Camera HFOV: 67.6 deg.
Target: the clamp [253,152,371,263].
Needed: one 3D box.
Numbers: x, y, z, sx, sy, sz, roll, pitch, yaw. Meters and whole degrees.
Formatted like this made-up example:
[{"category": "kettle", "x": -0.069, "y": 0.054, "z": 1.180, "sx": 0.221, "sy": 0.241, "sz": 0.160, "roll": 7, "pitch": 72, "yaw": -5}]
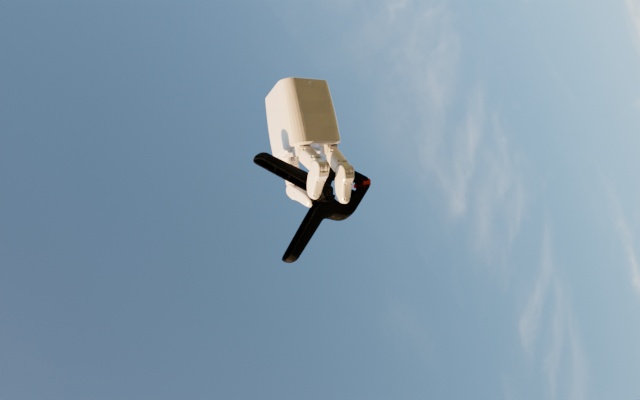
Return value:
[{"category": "clamp", "x": 0.000, "y": 0.002, "z": 0.745, "sx": 0.210, "sy": 0.164, "sz": 0.036, "roll": -7, "pitch": -5, "yaw": -39}]
